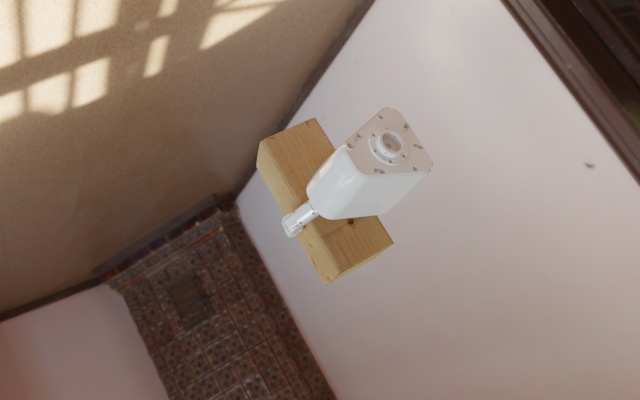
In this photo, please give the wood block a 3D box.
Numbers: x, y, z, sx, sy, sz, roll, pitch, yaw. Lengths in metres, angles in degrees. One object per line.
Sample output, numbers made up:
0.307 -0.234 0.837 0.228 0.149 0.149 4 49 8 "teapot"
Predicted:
0.000 0.002 0.669 0.091 0.206 0.090 -27 -13 -19 "wood block"
